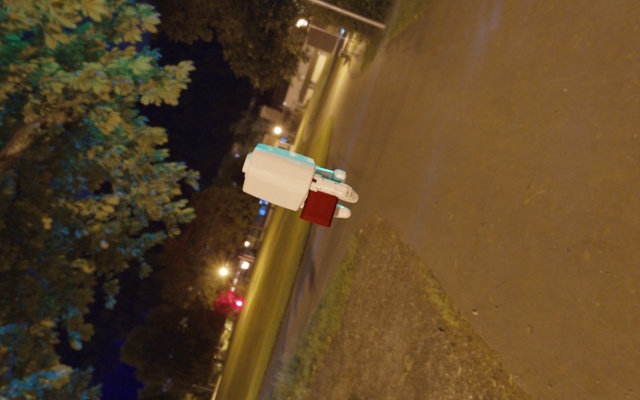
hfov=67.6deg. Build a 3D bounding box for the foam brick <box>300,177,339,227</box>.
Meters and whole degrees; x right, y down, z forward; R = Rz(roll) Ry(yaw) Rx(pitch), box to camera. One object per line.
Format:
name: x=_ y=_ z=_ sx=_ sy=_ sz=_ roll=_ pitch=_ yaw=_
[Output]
foam brick: x=0.000 y=0.003 z=0.834 sx=0.051 sy=0.078 sz=0.053 roll=18 pitch=-7 yaw=-8
